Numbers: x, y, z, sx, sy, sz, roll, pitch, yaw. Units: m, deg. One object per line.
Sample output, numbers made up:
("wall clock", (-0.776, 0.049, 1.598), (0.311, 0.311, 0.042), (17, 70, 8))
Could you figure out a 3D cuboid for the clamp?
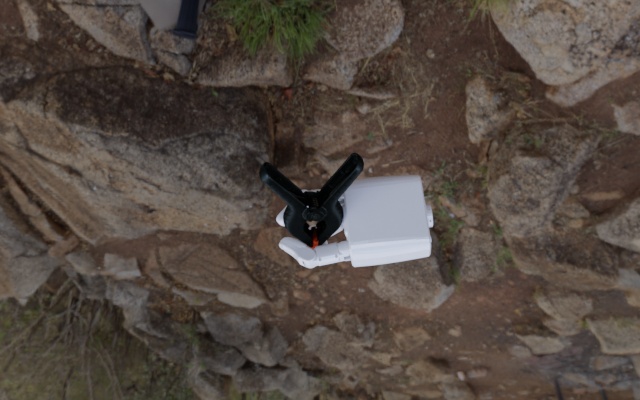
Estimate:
("clamp", (0.000, 0.003, 0.602), (0.120, 0.039, 0.172), (-7, -35, 6))
